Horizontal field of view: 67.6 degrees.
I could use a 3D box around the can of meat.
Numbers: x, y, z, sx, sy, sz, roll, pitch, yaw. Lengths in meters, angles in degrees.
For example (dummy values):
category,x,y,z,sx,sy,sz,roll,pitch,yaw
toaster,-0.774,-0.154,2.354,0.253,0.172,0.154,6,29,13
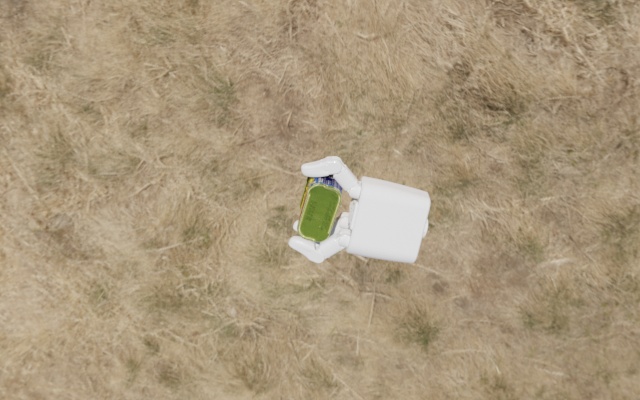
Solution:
category,x,y,z,sx,sy,sz,roll,pitch,yaw
can of meat,0.000,0.002,0.740,0.057,0.102,0.084,15,27,-5
